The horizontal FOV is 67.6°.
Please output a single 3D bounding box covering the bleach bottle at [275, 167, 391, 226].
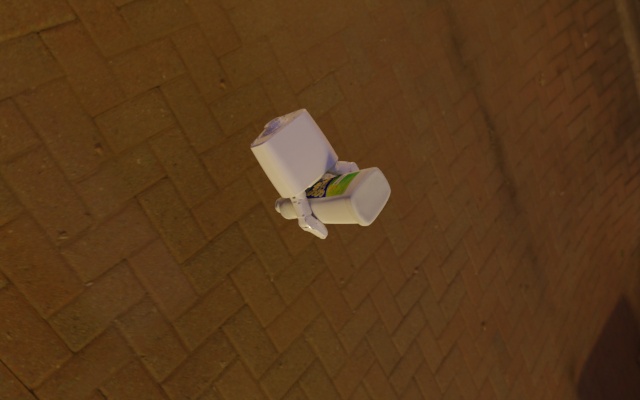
[{"bbox_3d":[0.000,0.003,0.856,0.251,0.068,0.102,-8,33,47],"label":"bleach bottle"}]
